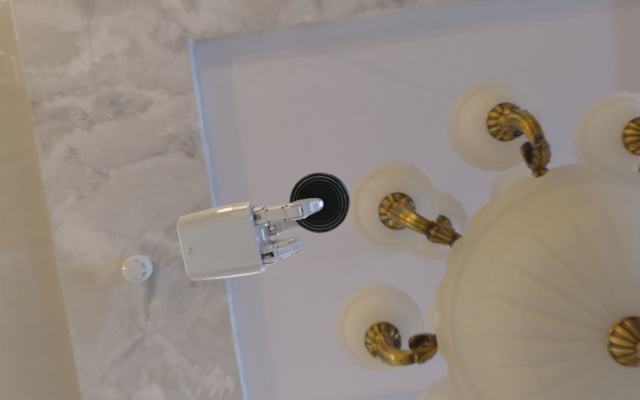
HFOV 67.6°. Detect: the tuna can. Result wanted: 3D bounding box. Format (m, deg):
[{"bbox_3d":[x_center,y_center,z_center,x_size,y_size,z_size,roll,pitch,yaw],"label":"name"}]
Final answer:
[{"bbox_3d":[0.000,0.002,0.689,0.086,0.086,0.034,0,5,7],"label":"tuna can"}]
